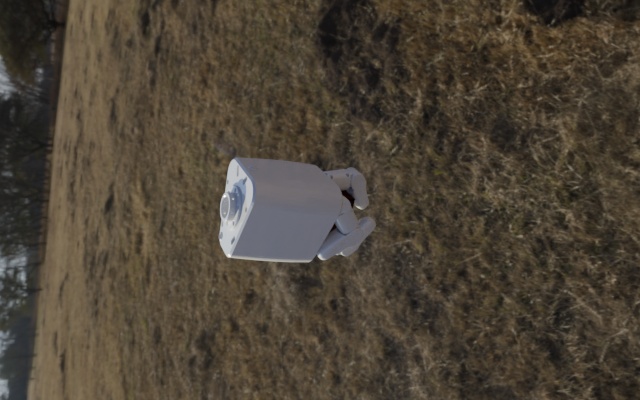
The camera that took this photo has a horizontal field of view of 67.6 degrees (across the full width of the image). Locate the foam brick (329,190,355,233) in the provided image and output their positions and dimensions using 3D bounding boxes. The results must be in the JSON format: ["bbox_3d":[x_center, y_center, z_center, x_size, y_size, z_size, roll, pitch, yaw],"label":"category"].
[{"bbox_3d":[0.000,0.002,0.627,0.051,0.053,0.078,5,24,-29],"label":"foam brick"}]
